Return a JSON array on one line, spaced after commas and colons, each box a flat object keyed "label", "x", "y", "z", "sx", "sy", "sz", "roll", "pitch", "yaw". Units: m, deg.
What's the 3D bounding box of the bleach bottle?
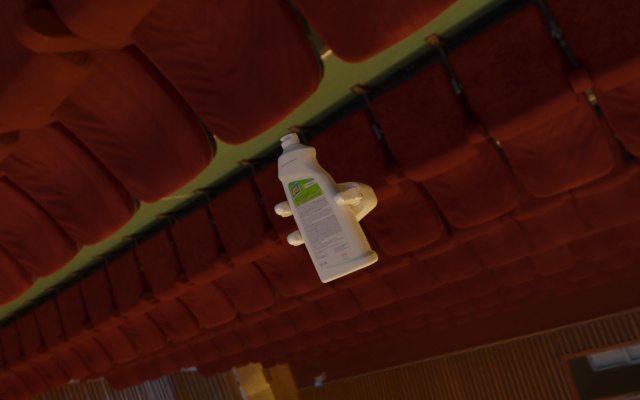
[{"label": "bleach bottle", "x": 0.000, "y": 0.003, "z": 0.797, "sx": 0.102, "sy": 0.251, "sz": 0.068, "roll": -25, "pitch": -7, "yaw": 18}]
